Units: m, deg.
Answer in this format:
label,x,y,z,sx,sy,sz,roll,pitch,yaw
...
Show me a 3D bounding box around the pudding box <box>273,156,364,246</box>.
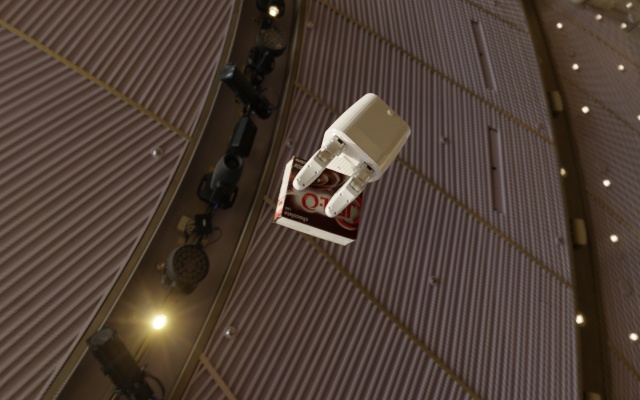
label,x,y,z,sx,sy,sz,roll,pitch,yaw
pudding box,0.000,0.002,0.648,0.113,0.090,0.039,18,-26,-16
